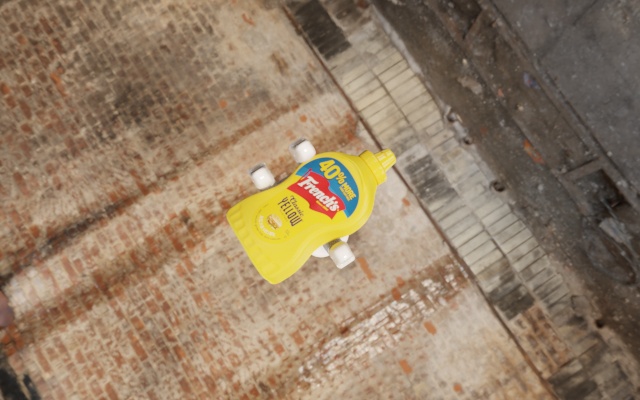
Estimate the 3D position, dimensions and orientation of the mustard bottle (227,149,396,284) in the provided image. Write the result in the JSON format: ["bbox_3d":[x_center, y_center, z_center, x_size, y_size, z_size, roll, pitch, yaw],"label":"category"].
[{"bbox_3d":[0.000,0.002,0.525,0.191,0.096,0.058,-33,-23,-5],"label":"mustard bottle"}]
